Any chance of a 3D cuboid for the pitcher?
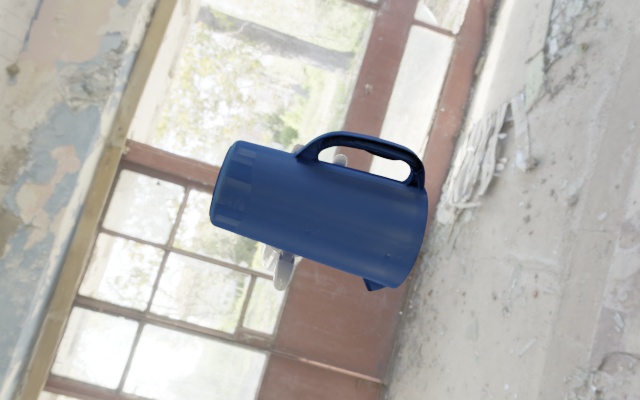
[{"bbox_3d":[0.000,0.002,0.576,0.243,0.149,0.145,17,-25,-7],"label":"pitcher"}]
